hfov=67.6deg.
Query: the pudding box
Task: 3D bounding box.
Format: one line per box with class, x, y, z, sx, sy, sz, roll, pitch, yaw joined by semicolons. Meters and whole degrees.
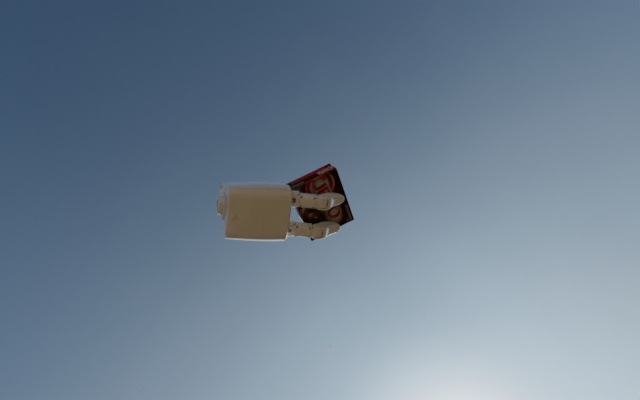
pudding box;0.000;0.003;0.853;0.090;0.113;0.039;-26;30;-9
